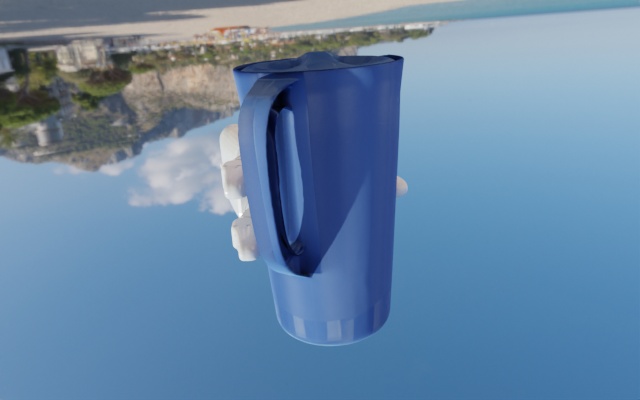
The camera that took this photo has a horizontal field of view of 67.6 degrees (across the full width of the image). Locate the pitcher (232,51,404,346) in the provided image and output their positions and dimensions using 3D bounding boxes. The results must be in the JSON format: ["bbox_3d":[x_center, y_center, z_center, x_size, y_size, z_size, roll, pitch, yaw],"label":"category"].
[{"bbox_3d":[0.000,0.001,0.406,0.149,0.243,0.145,-11,21,-19],"label":"pitcher"}]
